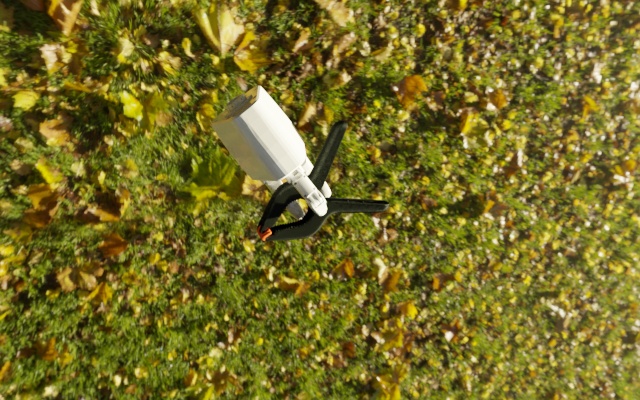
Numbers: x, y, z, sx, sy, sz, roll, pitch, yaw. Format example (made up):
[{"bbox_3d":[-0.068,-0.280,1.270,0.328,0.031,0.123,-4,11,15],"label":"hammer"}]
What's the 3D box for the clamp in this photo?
[{"bbox_3d":[0.000,0.003,0.735,0.210,0.165,0.036,-40,22,-5],"label":"clamp"}]
